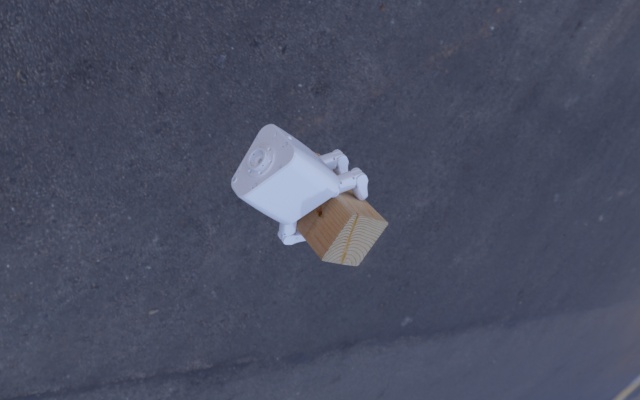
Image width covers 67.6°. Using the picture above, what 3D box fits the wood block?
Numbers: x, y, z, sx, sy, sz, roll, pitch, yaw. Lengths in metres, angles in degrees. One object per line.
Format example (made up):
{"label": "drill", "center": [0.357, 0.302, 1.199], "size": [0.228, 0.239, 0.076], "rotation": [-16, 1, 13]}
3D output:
{"label": "wood block", "center": [0.000, 0.003, 0.779], "size": [0.090, 0.091, 0.206], "rotation": [15, 25, -45]}
